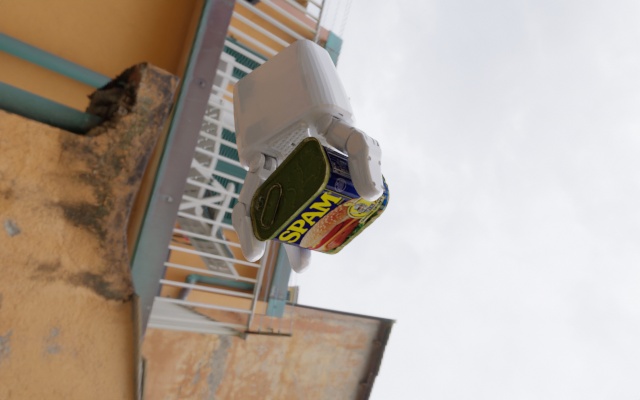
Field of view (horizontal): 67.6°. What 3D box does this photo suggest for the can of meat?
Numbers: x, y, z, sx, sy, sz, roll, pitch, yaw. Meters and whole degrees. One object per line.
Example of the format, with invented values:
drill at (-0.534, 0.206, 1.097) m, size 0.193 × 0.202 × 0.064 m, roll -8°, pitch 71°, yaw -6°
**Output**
can of meat at (0.000, 0.001, 0.431) m, size 0.084 × 0.057 × 0.102 m, roll 19°, pitch -50°, yaw -39°
